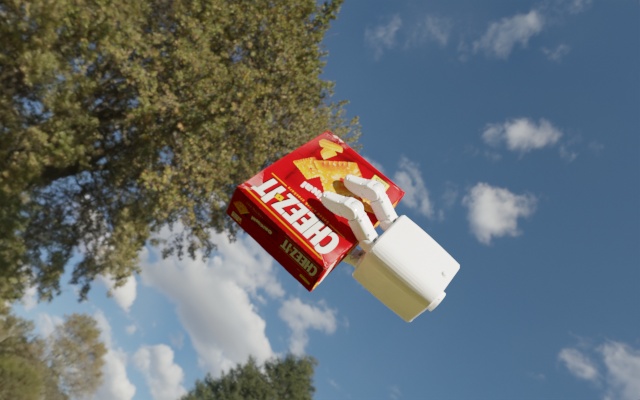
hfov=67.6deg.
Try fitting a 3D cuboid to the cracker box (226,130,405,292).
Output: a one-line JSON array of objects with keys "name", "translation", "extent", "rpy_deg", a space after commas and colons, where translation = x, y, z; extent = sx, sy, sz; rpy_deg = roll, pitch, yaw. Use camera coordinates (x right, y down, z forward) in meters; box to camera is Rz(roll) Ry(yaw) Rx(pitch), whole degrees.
[{"name": "cracker box", "translation": [0.000, 0.002, 0.697], "extent": [0.213, 0.164, 0.072], "rpy_deg": [-38, -16, -42]}]
